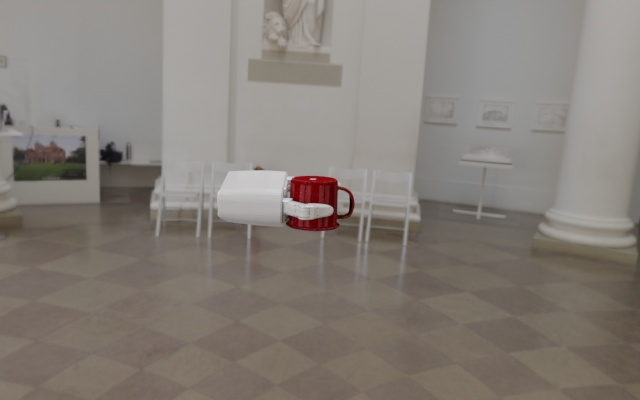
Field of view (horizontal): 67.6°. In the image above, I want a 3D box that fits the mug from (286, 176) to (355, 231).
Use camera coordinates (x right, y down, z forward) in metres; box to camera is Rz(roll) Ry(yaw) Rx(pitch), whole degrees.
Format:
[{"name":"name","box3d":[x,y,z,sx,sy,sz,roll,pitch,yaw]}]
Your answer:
[{"name":"mug","box3d":[0.002,0.003,0.816,0.117,0.081,0.093,2,10,-1]}]
